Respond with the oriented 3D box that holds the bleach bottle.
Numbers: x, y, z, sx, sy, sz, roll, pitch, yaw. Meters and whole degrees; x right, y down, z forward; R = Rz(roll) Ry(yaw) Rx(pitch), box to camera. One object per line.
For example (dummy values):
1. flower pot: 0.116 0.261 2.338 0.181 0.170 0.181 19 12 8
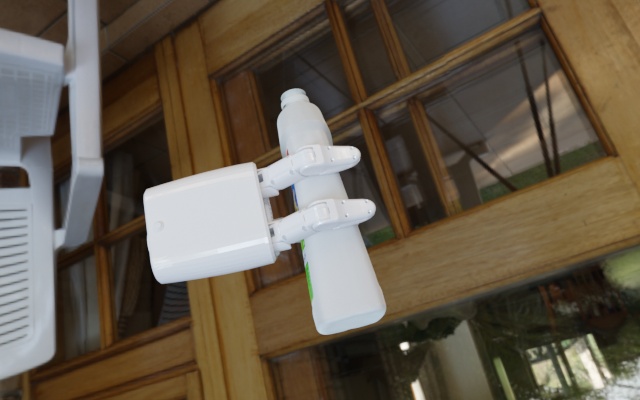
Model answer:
1. bleach bottle: 0.000 0.002 0.488 0.068 0.250 0.103 -13 -21 -4
